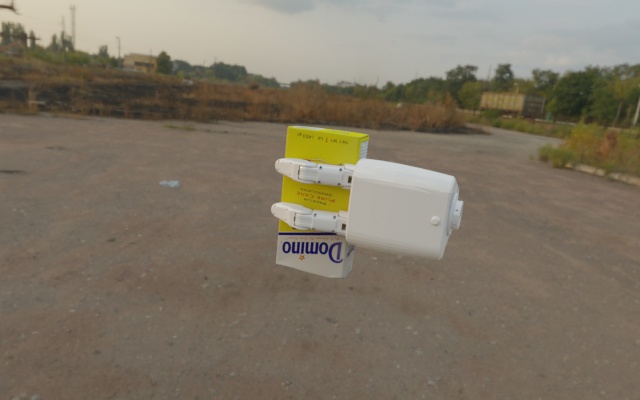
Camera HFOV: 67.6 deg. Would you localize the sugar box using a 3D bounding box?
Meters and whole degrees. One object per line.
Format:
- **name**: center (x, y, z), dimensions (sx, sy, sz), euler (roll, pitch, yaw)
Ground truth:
- **sugar box**: center (0.000, 0.002, 0.583), dimensions (0.093, 0.176, 0.048), euler (11, 13, 19)
